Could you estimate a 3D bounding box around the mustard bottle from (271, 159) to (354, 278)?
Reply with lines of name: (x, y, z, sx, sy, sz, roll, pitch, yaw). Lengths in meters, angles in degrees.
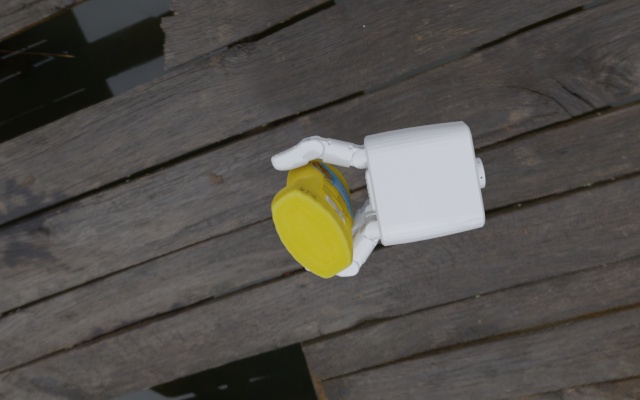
mustard bottle: (0.000, 0.002, 0.532, 0.058, 0.096, 0.191, -34, 14, 16)
